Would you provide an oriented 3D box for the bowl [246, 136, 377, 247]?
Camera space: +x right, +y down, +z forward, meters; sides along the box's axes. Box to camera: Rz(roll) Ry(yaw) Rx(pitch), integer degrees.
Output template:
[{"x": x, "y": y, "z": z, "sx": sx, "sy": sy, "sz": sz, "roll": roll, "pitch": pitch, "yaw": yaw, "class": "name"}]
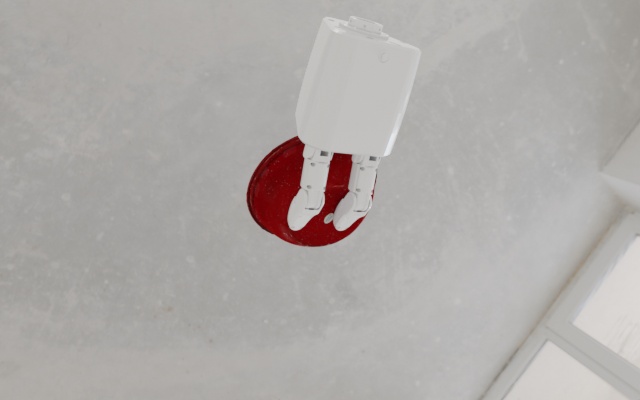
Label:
[{"x": 0.000, "y": 0.003, "z": 0.547, "sx": 0.162, "sy": 0.162, "sz": 0.055, "roll": 0, "pitch": 40, "yaw": -24, "class": "bowl"}]
